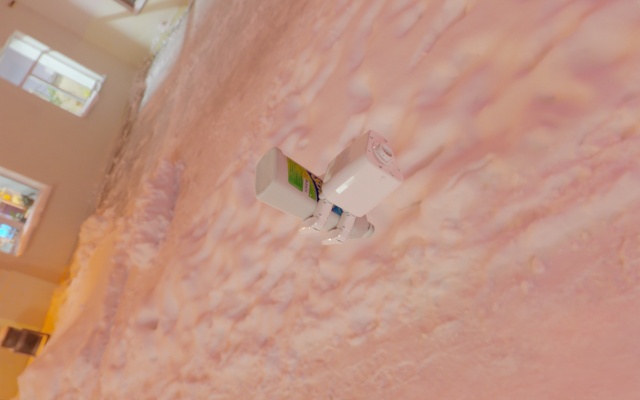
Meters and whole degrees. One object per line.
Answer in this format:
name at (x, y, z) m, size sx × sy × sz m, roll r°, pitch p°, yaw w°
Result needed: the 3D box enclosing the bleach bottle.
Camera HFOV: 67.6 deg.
bleach bottle at (0.000, 0.003, 0.876) m, size 0.251 × 0.102 × 0.068 m, roll 28°, pitch -52°, yaw -30°
